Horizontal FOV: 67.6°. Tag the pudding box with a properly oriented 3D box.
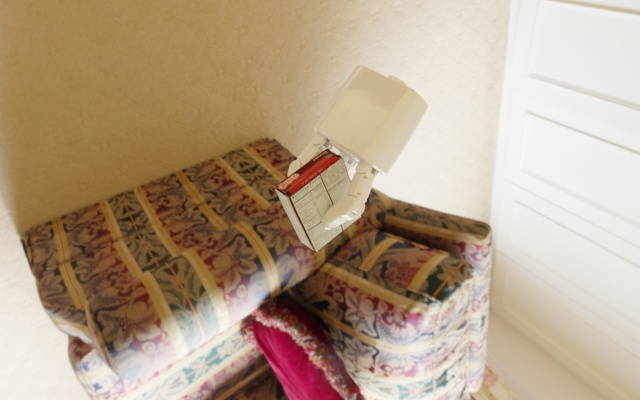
[{"bbox_3d":[0.000,0.002,0.628,0.090,0.114,0.039,-37,41,-17],"label":"pudding box"}]
